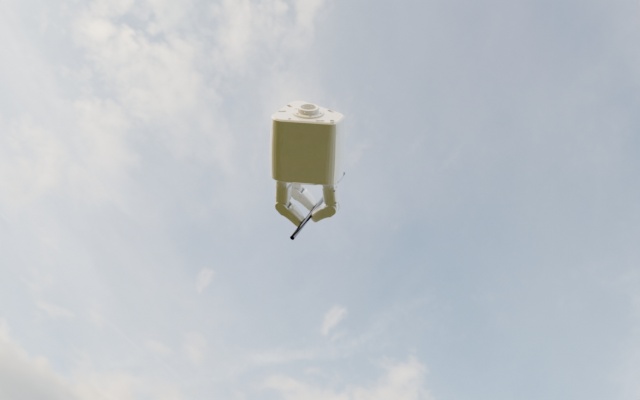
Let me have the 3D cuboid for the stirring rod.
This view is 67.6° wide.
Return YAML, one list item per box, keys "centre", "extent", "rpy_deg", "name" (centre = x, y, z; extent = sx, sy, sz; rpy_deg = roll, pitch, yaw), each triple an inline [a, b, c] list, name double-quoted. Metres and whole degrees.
- centre: [0.000, 0.003, 0.858]
  extent: [0.011, 0.011, 0.239]
  rpy_deg: [0, 28, 25]
  name: "stirring rod"
